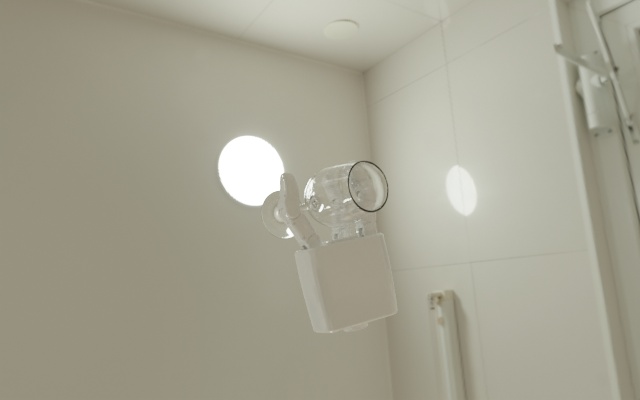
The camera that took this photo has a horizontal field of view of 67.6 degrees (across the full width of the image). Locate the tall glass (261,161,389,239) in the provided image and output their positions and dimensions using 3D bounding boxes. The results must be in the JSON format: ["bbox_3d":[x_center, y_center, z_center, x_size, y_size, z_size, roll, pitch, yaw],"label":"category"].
[{"bbox_3d":[0.000,0.002,0.631,0.079,0.079,0.201,0,-11,-35],"label":"tall glass"}]
